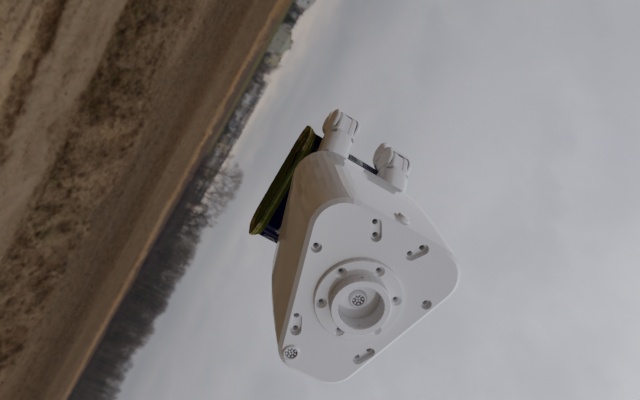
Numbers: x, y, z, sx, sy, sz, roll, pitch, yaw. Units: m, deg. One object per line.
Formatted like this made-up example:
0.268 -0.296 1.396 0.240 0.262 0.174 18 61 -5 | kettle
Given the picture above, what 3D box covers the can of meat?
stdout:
0.000 0.002 0.410 0.084 0.102 0.057 29 9 -13 | can of meat
